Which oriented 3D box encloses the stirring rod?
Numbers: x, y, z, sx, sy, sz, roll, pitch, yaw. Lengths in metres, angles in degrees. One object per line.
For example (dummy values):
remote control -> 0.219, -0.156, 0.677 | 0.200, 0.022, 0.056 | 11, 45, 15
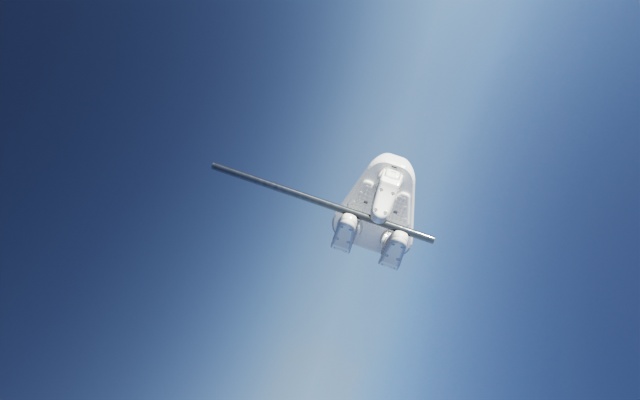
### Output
stirring rod -> 0.000, 0.002, 0.490 | 0.239, 0.011, 0.011 | 19, 2, 6
